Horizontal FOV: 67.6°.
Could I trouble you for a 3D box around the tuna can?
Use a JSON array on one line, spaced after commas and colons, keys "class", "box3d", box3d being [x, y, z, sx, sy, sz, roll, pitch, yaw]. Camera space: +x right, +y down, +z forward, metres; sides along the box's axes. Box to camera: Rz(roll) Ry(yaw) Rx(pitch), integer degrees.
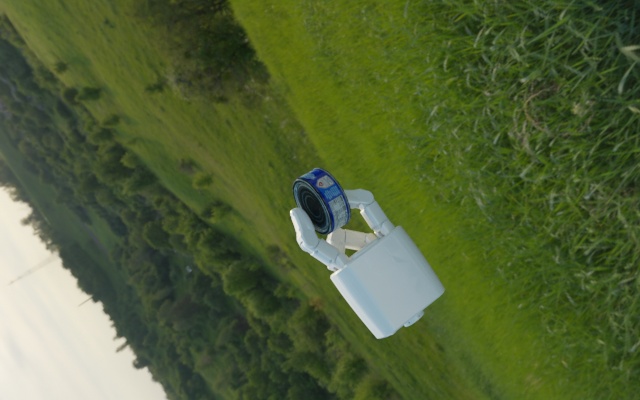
[{"class": "tuna can", "box3d": [0.000, 0.002, 0.630, 0.033, 0.086, 0.086, -30, 14, -25]}]
